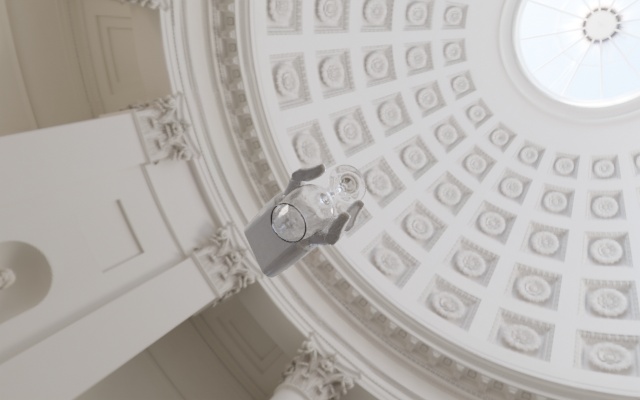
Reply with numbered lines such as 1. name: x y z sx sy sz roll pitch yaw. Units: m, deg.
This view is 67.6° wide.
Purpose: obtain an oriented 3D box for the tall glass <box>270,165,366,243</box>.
1. tall glass: 0.001 0.002 0.773 0.079 0.079 0.201 0 18 30
